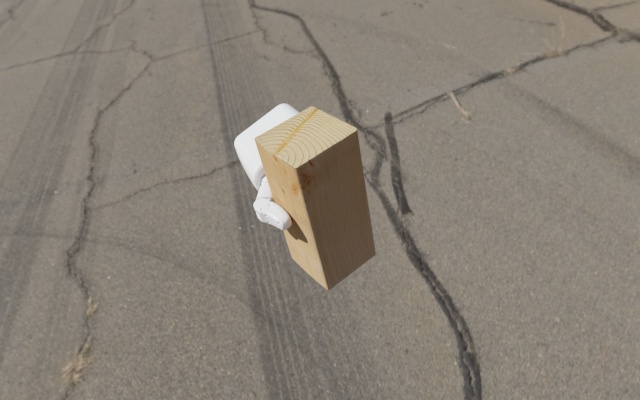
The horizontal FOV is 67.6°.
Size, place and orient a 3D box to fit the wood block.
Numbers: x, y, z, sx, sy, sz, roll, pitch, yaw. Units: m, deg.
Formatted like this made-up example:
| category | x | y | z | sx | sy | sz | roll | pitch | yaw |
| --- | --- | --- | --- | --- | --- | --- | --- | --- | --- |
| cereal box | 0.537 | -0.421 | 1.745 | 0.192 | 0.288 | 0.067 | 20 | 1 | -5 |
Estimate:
| category | x | y | z | sx | sy | sz | roll | pitch | yaw |
| --- | --- | --- | --- | --- | --- | --- | --- | --- | --- |
| wood block | 0.000 | 0.002 | 0.605 | 0.091 | 0.206 | 0.090 | -33 | 44 | -21 |
